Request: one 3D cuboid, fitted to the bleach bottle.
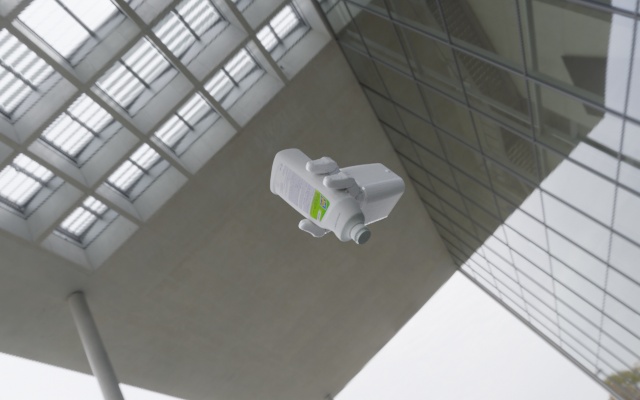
[{"bbox_3d":[0.000,0.003,0.868,0.068,0.103,0.250,-14,40,-33],"label":"bleach bottle"}]
